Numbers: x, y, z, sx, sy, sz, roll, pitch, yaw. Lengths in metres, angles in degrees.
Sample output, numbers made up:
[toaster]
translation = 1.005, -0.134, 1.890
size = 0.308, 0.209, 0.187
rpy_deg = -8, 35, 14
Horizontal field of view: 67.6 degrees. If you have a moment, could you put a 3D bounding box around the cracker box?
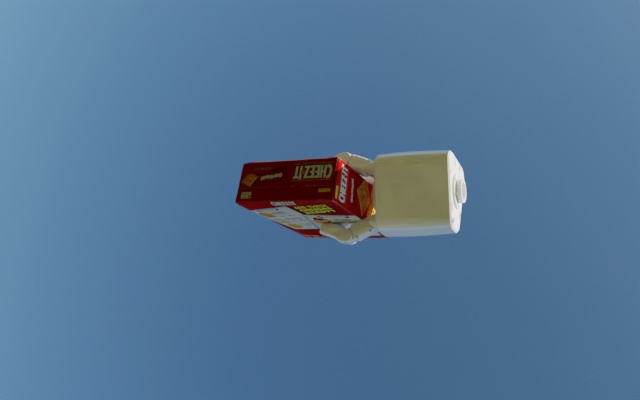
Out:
[cracker box]
translation = 0.000, 0.003, 0.747
size = 0.164, 0.072, 0.214
rpy_deg = -2, -19, 29
